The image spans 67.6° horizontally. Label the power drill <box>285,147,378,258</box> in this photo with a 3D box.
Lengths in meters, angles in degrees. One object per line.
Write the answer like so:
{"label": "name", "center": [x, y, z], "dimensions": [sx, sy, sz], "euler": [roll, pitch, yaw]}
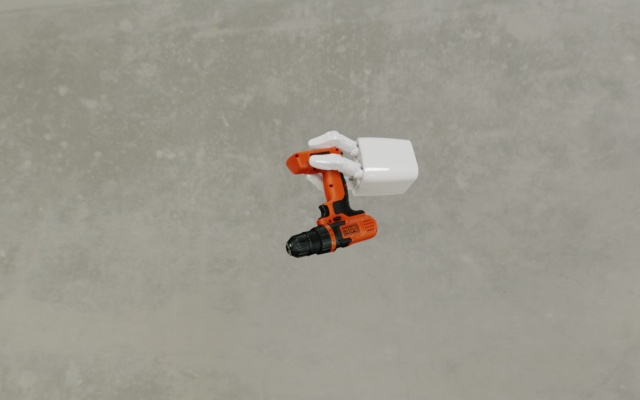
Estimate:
{"label": "power drill", "center": [0.000, 0.002, 0.869], "dimensions": [0.184, 0.187, 0.057], "euler": [-12, -12, -31]}
